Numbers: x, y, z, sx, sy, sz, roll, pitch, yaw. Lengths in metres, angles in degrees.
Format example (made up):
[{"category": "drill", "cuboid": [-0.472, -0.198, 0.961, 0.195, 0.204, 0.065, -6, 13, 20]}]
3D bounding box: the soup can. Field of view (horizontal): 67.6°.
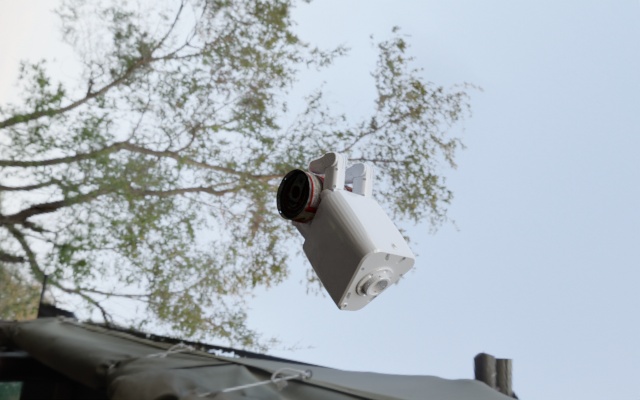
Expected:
[{"category": "soup can", "cuboid": [0.000, 0.002, 0.652, 0.102, 0.068, 0.068, 16, -11, -41]}]
